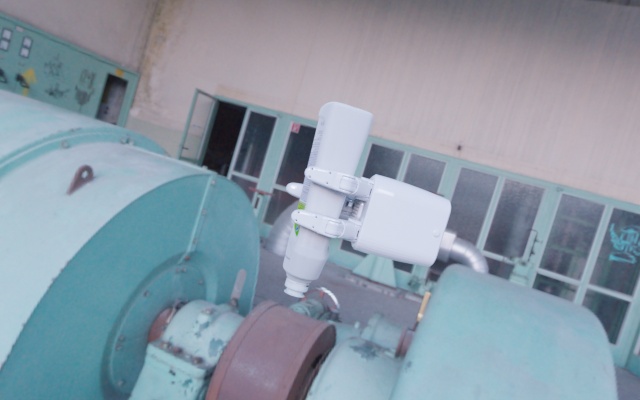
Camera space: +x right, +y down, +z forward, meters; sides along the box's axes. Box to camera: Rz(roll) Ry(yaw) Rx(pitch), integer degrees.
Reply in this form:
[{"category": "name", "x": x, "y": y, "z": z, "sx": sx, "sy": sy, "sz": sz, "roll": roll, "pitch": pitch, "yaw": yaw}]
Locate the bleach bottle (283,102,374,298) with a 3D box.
[{"category": "bleach bottle", "x": 0.000, "y": 0.002, "z": 0.631, "sx": 0.068, "sy": 0.251, "sz": 0.102, "roll": 16, "pitch": 2, "yaw": -8}]
